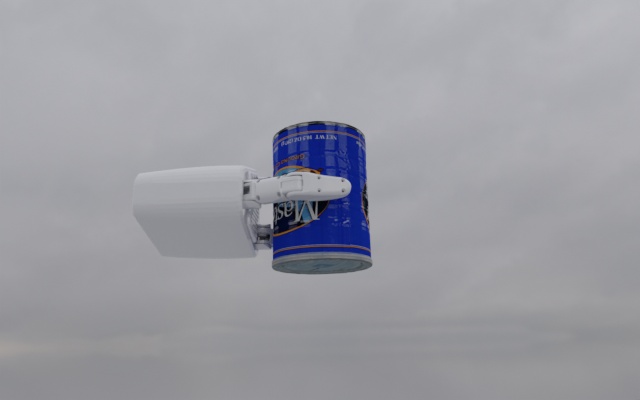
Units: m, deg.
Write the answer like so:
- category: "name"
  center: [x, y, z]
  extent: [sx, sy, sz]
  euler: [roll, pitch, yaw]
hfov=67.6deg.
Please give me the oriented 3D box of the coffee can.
- category: "coffee can"
  center: [0.000, 0.002, 0.505]
  extent: [0.103, 0.140, 0.103]
  euler: [-1, -16, 0]
